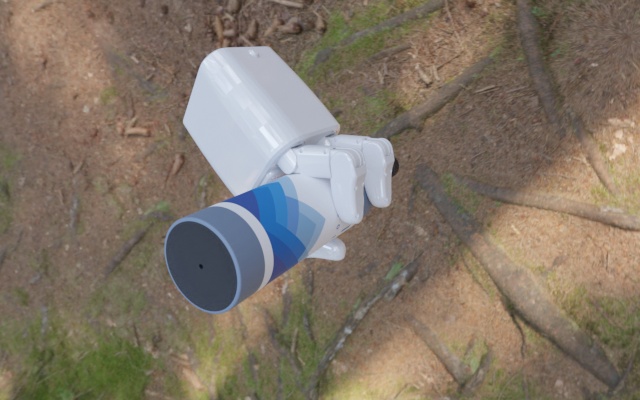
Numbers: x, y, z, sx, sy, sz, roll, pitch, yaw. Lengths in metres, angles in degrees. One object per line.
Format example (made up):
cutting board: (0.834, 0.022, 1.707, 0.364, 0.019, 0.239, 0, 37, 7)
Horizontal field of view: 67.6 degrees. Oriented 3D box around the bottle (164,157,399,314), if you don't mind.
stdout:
bottle: (0.000, 0.002, 0.422, 0.069, 0.069, 0.295, 0, 16, 33)
